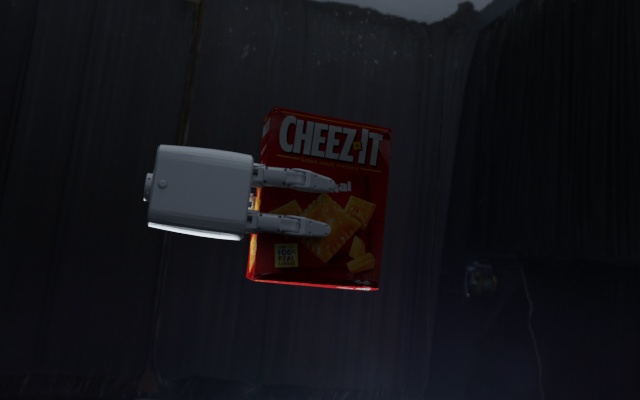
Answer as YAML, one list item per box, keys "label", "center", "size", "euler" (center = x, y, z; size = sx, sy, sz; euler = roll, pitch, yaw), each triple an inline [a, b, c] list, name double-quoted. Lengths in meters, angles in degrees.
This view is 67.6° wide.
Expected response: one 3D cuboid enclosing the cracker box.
- label: "cracker box"
  center: [0.000, 0.002, 0.614]
  size: [0.164, 0.213, 0.072]
  euler: [8, -7, -15]
